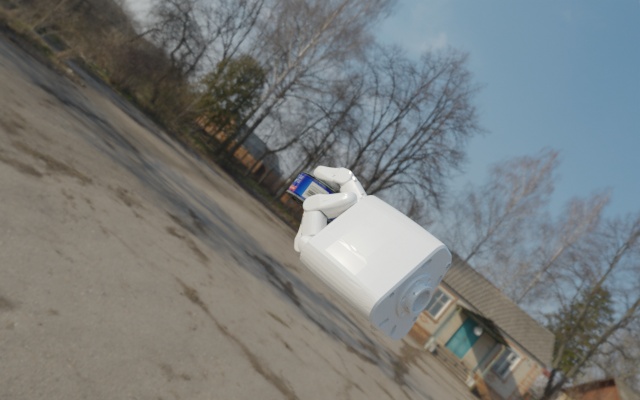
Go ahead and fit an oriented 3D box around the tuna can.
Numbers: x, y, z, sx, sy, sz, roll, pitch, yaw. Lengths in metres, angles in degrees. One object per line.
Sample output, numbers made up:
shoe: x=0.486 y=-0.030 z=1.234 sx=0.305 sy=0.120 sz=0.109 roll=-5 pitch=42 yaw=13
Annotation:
tuna can: x=0.000 y=0.001 z=0.601 sx=0.086 sy=0.034 sz=0.086 roll=37 pitch=-6 yaw=4
